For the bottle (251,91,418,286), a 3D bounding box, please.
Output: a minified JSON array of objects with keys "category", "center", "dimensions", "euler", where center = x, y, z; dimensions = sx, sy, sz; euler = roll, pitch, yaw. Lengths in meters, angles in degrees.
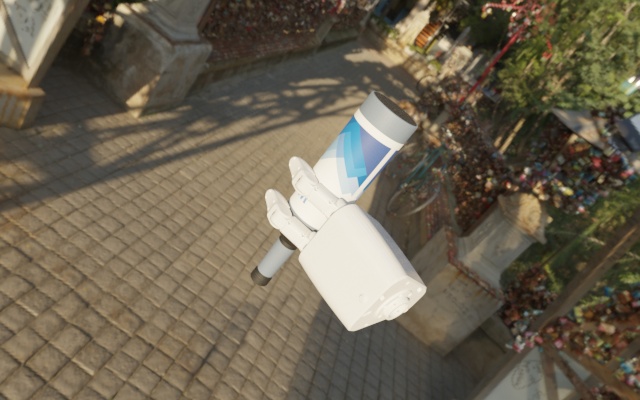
[{"category":"bottle","center":[0.000,0.002,0.598],"dimensions":[0.069,0.296,0.069],"euler":[32,24,-16]}]
